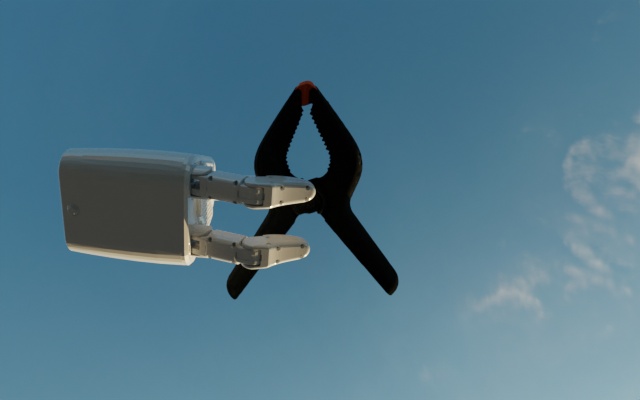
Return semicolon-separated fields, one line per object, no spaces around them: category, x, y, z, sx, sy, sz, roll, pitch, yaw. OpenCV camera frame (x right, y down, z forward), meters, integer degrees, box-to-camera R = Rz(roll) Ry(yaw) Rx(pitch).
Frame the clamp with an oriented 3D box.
clamp;0.000;0.001;0.434;0.164;0.210;0.036;5;19;-3
